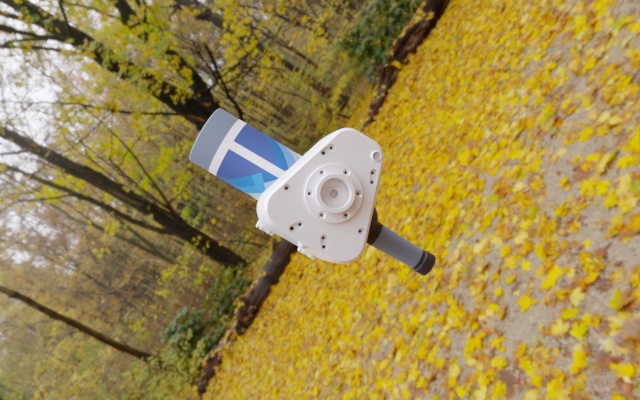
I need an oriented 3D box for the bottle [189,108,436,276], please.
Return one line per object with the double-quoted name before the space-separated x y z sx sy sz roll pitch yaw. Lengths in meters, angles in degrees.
"bottle" 0.000 0.002 0.538 0.296 0.069 0.069 30 -4 -6
